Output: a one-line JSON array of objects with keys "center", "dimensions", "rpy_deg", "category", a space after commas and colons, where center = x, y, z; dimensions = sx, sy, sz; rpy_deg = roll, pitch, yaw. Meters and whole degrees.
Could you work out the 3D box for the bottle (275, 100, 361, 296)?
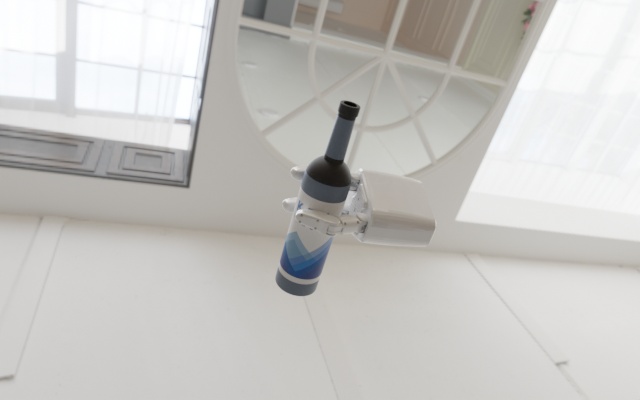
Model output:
[{"center": [0.000, 0.002, 0.676], "dimensions": [0.069, 0.296, 0.069], "rpy_deg": [13, 28, -7], "category": "bottle"}]
